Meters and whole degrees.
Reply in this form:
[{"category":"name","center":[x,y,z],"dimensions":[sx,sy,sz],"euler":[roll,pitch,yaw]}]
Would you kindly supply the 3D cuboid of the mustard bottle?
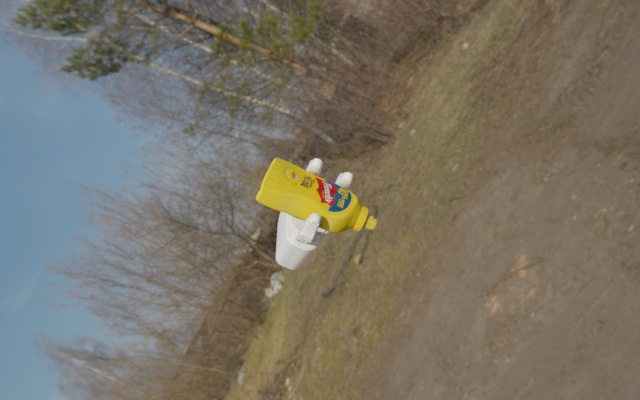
[{"category":"mustard bottle","center":[0.000,0.002,0.760],"dimensions":[0.191,0.058,0.096],"euler":[24,33,-5]}]
